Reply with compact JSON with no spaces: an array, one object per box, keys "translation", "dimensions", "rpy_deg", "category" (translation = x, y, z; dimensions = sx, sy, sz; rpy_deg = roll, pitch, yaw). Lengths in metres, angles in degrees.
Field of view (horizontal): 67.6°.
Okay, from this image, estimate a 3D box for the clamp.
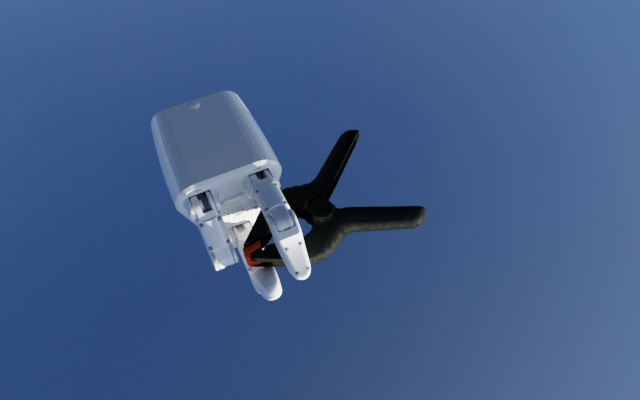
[{"translation":[0.000,0.002,0.453],"dimensions":[0.171,0.120,0.039],"rpy_deg":[-21,-31,-14],"category":"clamp"}]
